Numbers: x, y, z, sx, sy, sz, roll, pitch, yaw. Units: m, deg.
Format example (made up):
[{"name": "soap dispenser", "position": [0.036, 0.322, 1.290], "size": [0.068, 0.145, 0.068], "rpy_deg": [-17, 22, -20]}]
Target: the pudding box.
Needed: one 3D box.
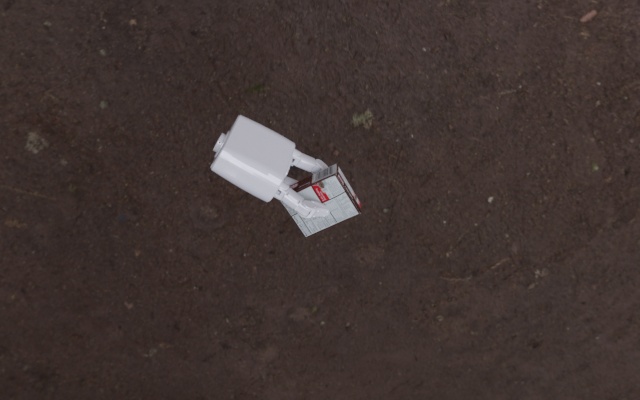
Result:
[{"name": "pudding box", "position": [0.000, 0.003, 0.809], "size": [0.113, 0.090, 0.039], "rpy_deg": [-24, 27, 19]}]
